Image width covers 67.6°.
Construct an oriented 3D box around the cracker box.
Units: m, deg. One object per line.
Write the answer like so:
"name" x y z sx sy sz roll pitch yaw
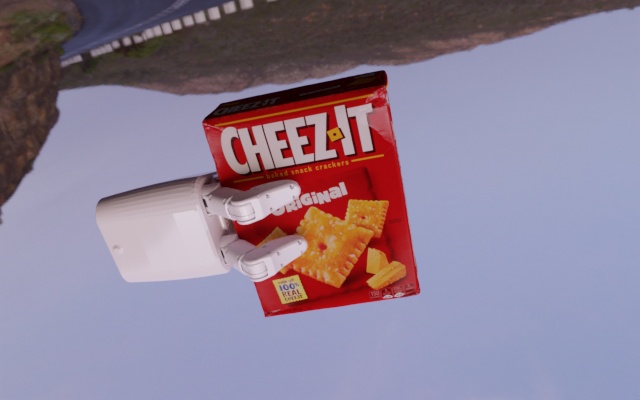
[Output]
"cracker box" 0.000 0.002 0.462 0.164 0.214 0.072 -10 24 9
